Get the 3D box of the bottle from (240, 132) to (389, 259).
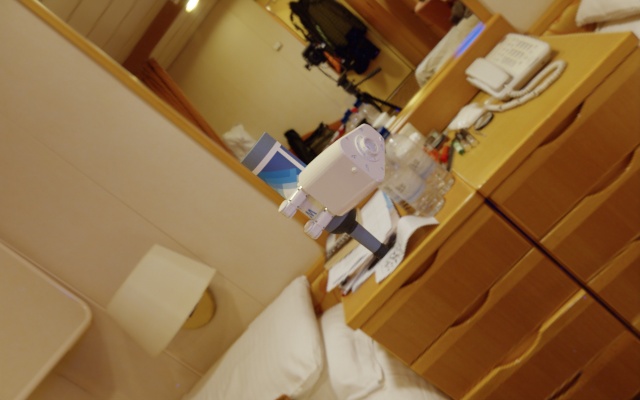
[{"bbox_3d":[0.000,0.003,0.818,0.296,0.069,0.069,39,-9,-11],"label":"bottle"}]
